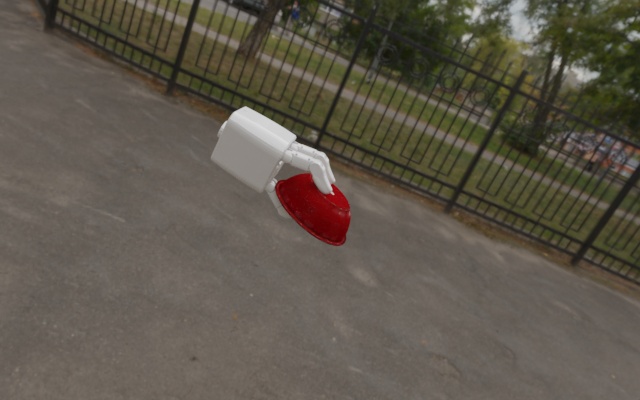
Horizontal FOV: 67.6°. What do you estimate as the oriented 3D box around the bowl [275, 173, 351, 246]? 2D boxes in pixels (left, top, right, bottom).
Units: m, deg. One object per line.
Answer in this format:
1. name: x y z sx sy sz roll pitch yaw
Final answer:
1. bowl: 0.001 0.003 0.839 0.055 0.162 0.162 -47 -19 19
